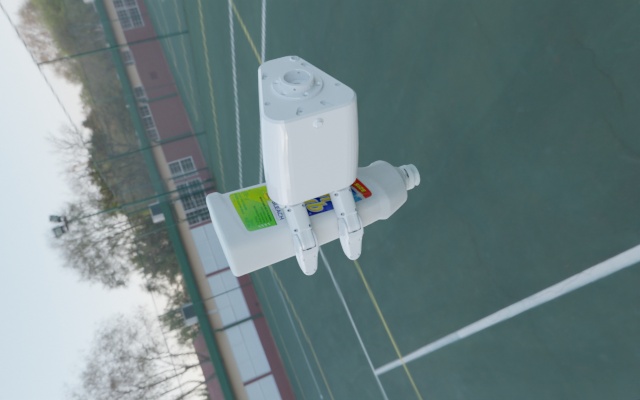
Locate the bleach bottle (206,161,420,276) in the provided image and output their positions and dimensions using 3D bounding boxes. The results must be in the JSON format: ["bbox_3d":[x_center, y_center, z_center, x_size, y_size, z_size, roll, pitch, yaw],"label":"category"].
[{"bbox_3d":[0.000,0.002,0.573,0.251,0.068,0.102,-19,49,-16],"label":"bleach bottle"}]
